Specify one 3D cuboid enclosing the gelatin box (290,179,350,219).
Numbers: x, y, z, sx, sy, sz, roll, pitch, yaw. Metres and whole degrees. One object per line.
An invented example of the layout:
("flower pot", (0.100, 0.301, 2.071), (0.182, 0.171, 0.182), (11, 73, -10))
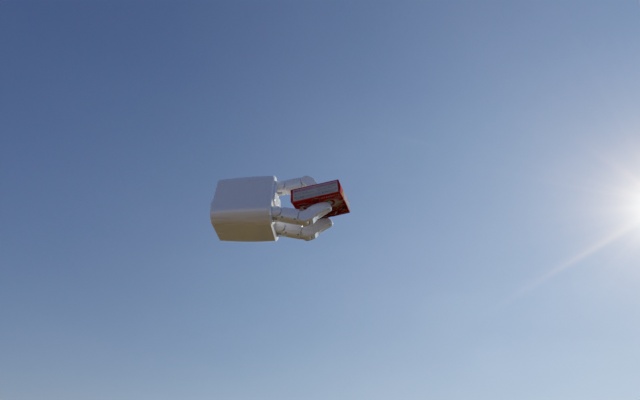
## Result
("gelatin box", (0.000, 0.002, 0.836), (0.089, 0.030, 0.073), (-13, -34, 11))
